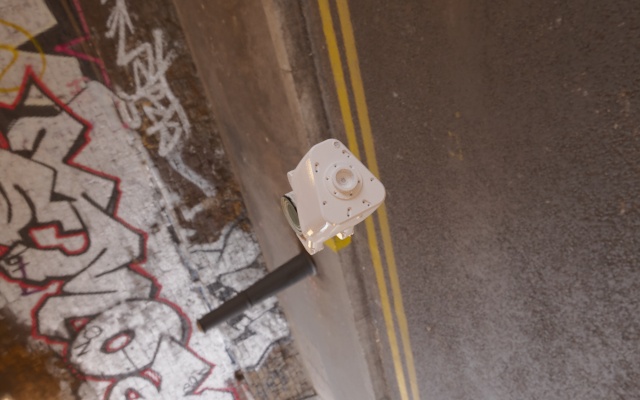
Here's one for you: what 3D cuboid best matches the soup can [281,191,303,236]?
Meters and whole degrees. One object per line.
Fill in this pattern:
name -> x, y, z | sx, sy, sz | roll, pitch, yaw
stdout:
soup can -> 0.000, 0.003, 0.724 | 0.102, 0.068, 0.068 | -26, 9, -19
